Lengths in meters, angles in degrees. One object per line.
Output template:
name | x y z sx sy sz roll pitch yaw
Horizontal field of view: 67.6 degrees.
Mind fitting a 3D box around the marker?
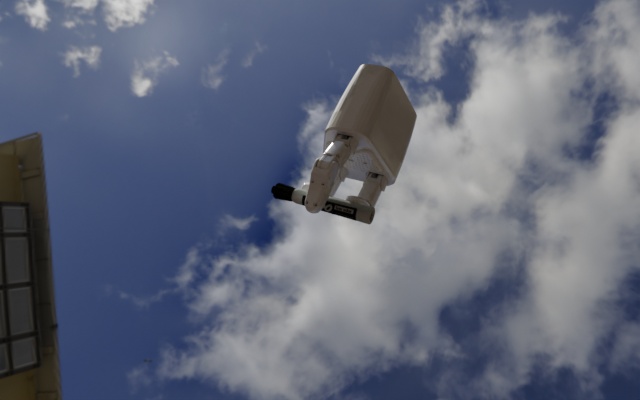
marker | 0.000 0.002 0.522 0.121 0.020 0.020 15 6 22
